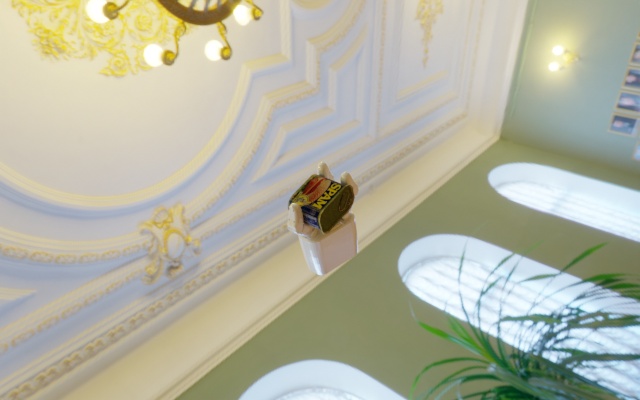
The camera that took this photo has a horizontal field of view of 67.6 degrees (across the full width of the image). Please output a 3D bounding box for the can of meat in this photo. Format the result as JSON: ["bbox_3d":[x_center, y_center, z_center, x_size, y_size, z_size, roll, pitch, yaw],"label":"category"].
[{"bbox_3d":[0.000,0.003,0.898,0.084,0.057,0.102,22,55,34],"label":"can of meat"}]
